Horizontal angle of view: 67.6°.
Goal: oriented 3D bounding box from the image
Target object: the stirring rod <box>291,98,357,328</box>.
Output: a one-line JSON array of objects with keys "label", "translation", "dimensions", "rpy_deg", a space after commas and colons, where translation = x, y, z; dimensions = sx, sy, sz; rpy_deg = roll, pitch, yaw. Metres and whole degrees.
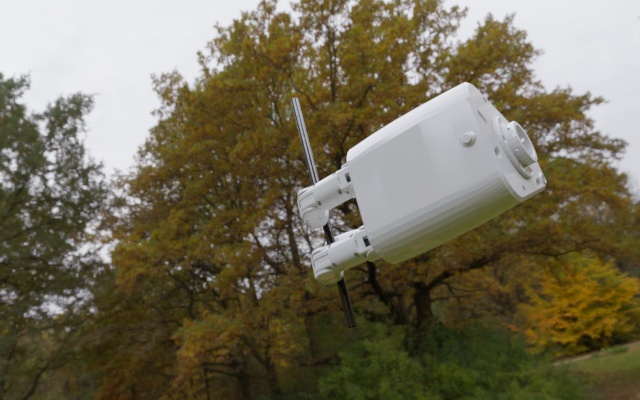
[{"label": "stirring rod", "translation": [0.000, 0.002, 0.458], "dimensions": [0.011, 0.239, 0.011], "rpy_deg": [-12, -22, -5]}]
